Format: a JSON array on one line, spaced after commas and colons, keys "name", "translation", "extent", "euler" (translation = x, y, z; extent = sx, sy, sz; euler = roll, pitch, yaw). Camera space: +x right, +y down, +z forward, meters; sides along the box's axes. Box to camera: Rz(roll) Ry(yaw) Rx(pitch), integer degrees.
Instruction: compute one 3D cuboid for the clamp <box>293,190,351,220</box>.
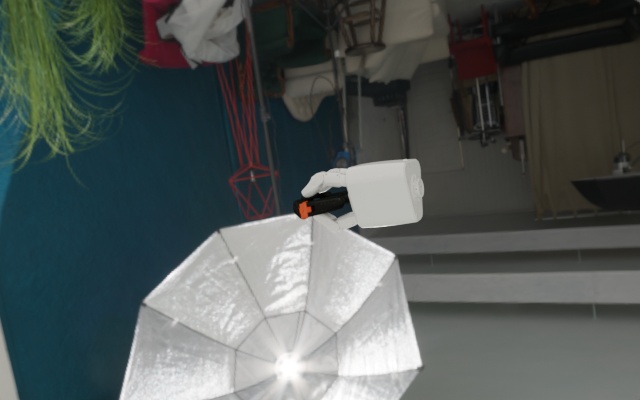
[{"name": "clamp", "translation": [0.000, 0.004, 0.891], "extent": [0.164, 0.036, 0.210], "euler": [-6, 7, 29]}]
